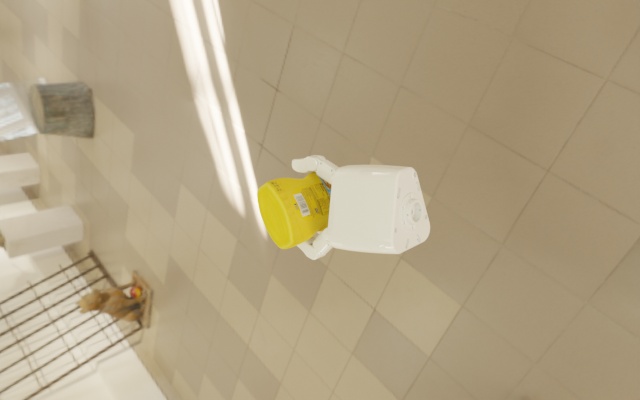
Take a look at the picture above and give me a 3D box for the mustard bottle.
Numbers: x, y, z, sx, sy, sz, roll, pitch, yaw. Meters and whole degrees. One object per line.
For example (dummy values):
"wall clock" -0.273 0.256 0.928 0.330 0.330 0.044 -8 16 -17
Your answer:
"mustard bottle" 0.000 0.002 0.719 0.191 0.096 0.058 -17 -11 -44
